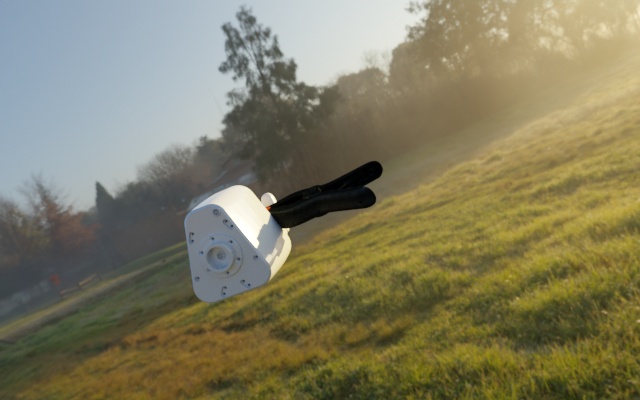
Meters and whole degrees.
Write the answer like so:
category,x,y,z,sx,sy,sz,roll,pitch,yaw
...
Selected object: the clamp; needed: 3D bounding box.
category,x,y,z,sx,sy,sz,roll,pitch,yaw
clamp,0.000,0.001,0.597,0.171,0.039,0.120,-24,10,10
